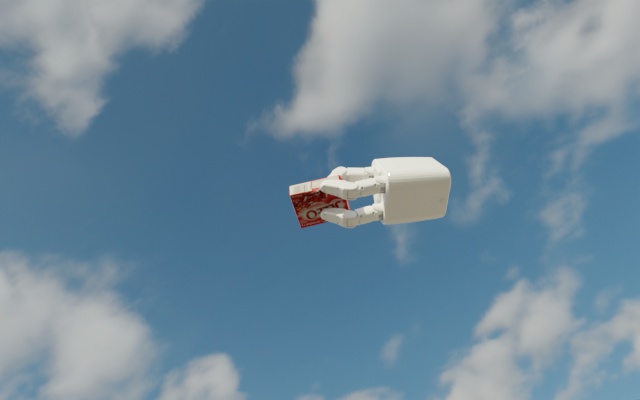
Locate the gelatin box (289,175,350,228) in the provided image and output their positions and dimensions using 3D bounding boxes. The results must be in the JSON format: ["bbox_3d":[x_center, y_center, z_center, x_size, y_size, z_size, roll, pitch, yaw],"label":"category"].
[{"bbox_3d":[0.000,0.002,0.793,0.089,0.073,0.030,-13,37,6],"label":"gelatin box"}]
